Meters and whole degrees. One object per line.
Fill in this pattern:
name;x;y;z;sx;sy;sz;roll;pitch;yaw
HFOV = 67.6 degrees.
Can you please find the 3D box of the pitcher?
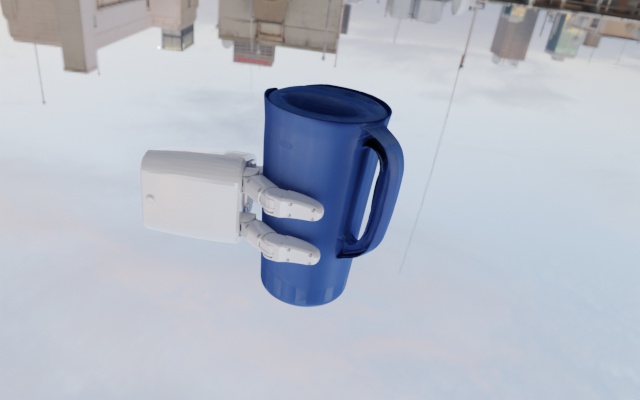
pitcher;0.000;0.002;0.536;0.145;0.243;0.149;8;28;-1
